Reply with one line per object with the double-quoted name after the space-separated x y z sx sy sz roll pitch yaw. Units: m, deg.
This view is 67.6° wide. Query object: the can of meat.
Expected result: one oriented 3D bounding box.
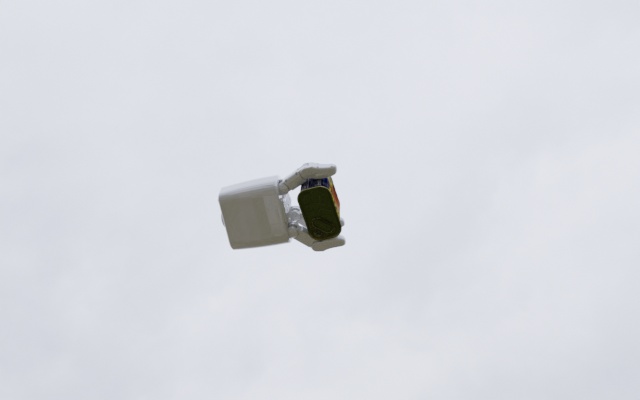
0.000 0.002 0.820 0.057 0.102 0.084 -13 28 9 "can of meat"
